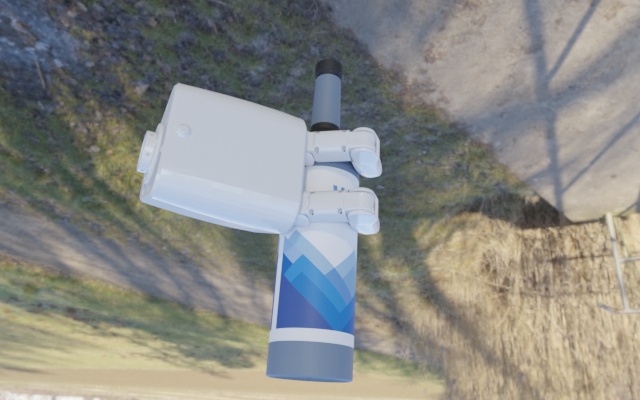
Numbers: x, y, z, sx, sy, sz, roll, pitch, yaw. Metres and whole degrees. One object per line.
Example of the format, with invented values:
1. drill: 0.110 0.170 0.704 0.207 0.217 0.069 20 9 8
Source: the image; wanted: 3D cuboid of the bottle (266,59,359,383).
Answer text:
1. bottle: 0.000 0.002 0.421 0.069 0.295 0.069 3 -23 1
